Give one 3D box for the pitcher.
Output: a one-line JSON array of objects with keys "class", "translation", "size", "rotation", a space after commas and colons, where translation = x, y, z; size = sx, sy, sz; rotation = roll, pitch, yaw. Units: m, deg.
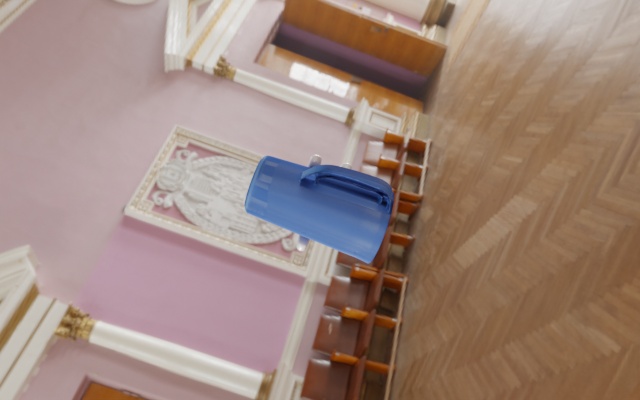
[{"class": "pitcher", "translation": [0.000, 0.003, 0.826], "size": [0.243, 0.149, 0.145], "rotation": [19, 7, -2]}]
